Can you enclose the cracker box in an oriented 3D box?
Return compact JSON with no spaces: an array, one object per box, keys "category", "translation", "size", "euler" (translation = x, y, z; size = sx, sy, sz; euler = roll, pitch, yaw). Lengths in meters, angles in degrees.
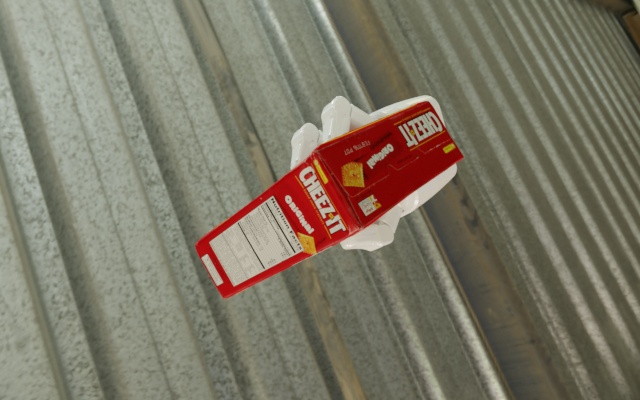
[{"category":"cracker box","translation":[0.000,0.002,0.447],"size":[0.164,0.072,0.214],"euler":[-30,-2,-44]}]
